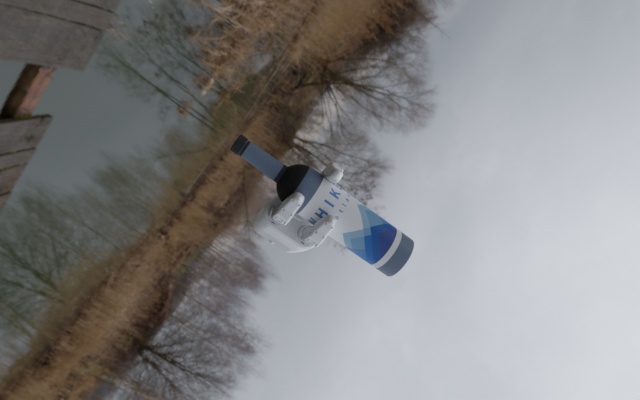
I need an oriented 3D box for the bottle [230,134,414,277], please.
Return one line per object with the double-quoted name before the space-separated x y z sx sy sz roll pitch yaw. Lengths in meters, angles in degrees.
"bottle" 0.000 0.002 0.689 0.296 0.069 0.069 35 -7 -10
